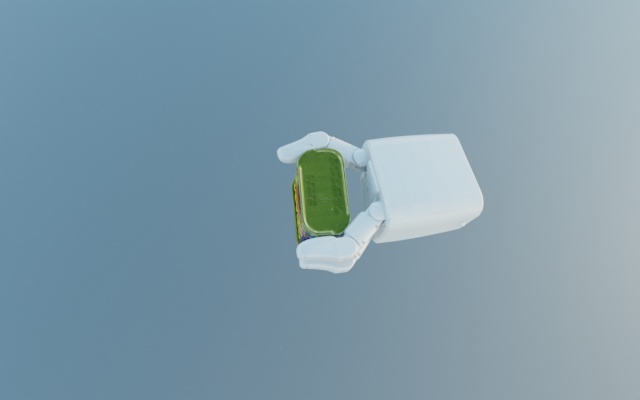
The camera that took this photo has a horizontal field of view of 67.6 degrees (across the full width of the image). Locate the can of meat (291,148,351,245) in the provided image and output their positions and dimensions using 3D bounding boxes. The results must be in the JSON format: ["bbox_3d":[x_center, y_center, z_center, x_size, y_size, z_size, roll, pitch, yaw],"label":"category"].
[{"bbox_3d":[0.000,0.002,0.532,0.057,0.102,0.084,-4,-17,-7],"label":"can of meat"}]
